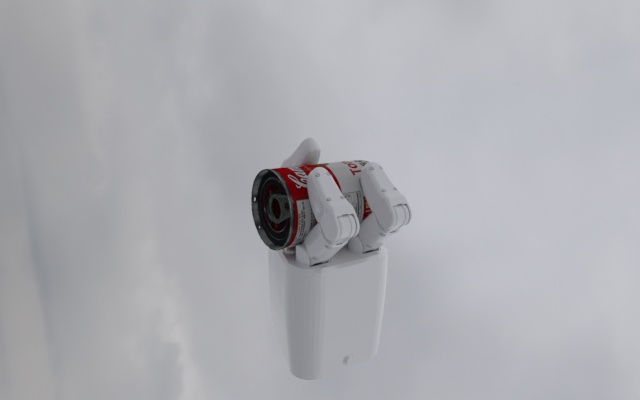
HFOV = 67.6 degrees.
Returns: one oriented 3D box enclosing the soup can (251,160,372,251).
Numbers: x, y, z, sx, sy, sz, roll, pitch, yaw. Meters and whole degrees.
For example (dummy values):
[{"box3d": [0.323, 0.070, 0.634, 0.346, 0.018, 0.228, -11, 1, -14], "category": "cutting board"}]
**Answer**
[{"box3d": [0.000, 0.001, 0.419, 0.102, 0.068, 0.068, -9, 5, -33], "category": "soup can"}]
